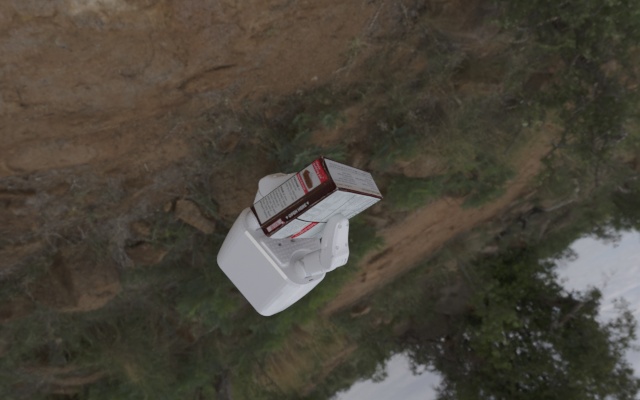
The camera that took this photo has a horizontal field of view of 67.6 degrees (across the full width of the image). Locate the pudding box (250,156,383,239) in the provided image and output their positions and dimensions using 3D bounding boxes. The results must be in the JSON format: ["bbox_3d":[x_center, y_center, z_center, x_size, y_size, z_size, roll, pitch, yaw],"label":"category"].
[{"bbox_3d":[0.000,0.002,0.476,0.090,0.039,0.113,-35,-18,21],"label":"pudding box"}]
